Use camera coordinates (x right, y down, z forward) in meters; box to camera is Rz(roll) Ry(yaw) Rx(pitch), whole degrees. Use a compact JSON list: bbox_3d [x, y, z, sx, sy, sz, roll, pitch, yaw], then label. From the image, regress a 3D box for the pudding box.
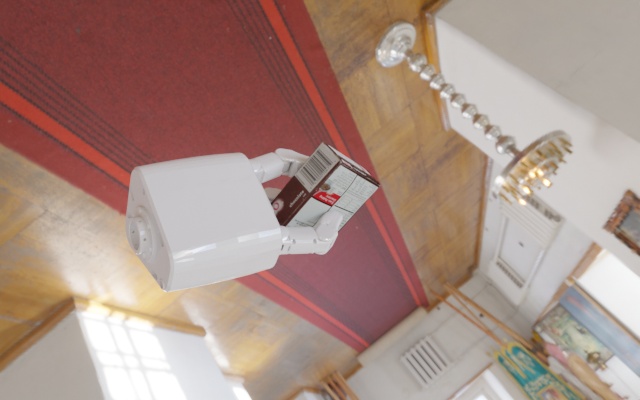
[{"bbox_3d":[0.000,0.002,0.524,0.090,0.113,0.039,24,23,-53],"label":"pudding box"}]
